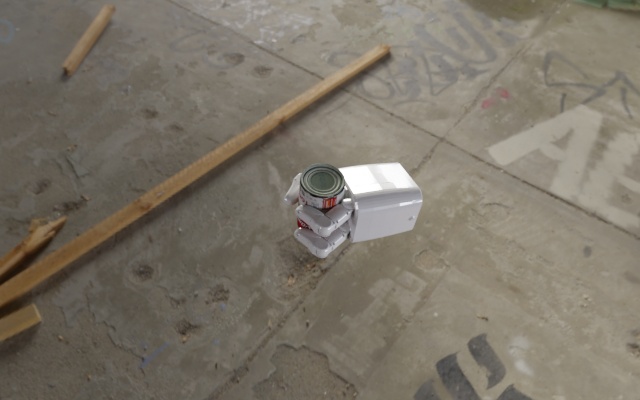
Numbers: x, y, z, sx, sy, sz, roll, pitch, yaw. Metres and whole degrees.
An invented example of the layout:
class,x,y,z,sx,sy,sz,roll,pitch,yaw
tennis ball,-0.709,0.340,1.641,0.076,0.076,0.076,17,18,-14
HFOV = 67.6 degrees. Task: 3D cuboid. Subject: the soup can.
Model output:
class,x,y,z,sx,sy,sz,roll,pitch,yaw
soup can,0.000,0.002,0.721,0.068,0.068,0.102,0,-40,-5
